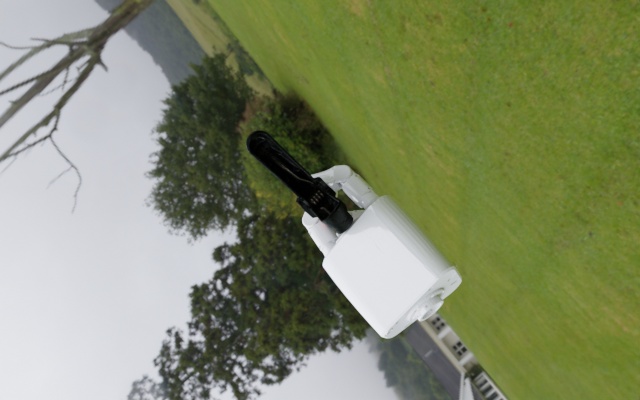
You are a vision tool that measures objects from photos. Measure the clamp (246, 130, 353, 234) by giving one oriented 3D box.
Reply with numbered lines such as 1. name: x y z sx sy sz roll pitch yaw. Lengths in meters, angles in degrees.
1. clamp: 0.000 0.002 0.479 0.120 0.039 0.171 50 5 29
